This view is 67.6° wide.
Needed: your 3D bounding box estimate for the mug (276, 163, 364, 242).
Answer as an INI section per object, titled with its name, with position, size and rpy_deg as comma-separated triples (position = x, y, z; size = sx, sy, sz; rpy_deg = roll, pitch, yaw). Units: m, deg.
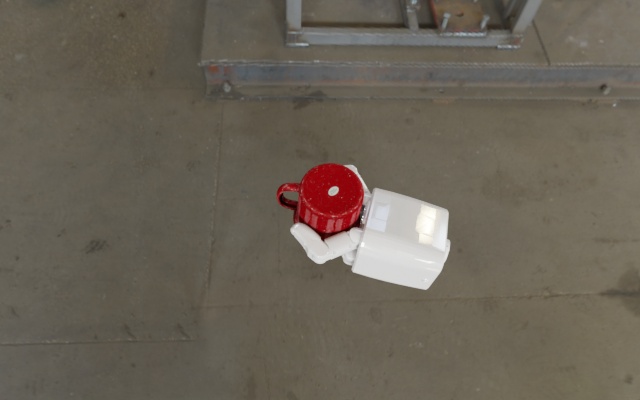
[mug]
position = -0.001, 0.001, 0.621
size = 0.117, 0.093, 0.081
rpy_deg = 15, -30, 4
